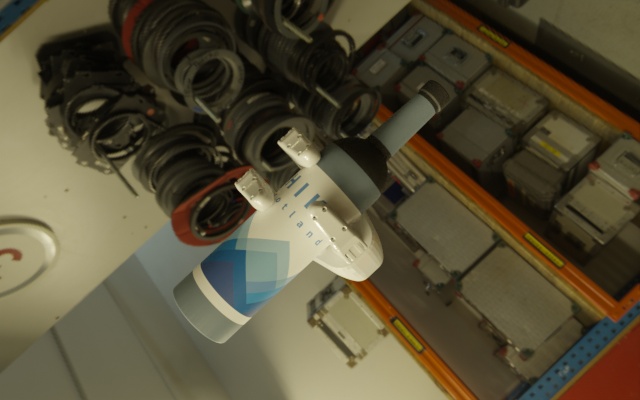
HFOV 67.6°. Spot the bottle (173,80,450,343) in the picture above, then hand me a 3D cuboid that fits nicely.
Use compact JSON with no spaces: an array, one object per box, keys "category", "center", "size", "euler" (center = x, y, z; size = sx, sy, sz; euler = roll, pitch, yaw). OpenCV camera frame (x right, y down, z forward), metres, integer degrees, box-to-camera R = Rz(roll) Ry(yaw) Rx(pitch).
[{"category":"bottle","center":[0.000,0.002,0.428],"size":[0.295,0.069,0.069],"euler":[-43,1,-1]}]
